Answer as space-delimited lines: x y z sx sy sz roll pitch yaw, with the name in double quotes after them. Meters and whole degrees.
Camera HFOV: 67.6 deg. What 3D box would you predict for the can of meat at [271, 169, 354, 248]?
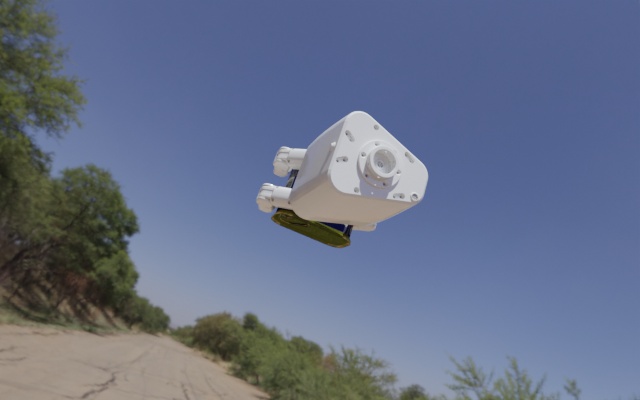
0.000 0.002 0.608 0.102 0.084 0.057 24 -20 -13 "can of meat"
